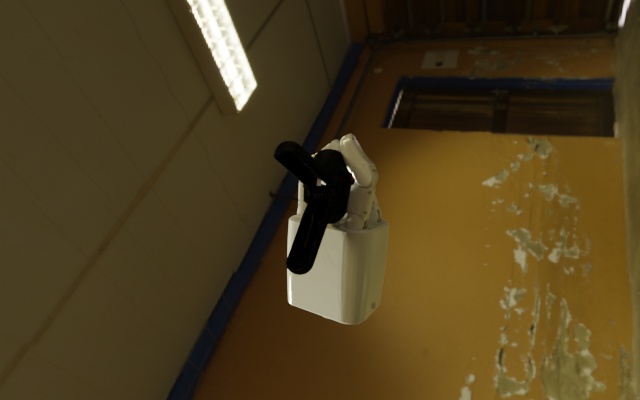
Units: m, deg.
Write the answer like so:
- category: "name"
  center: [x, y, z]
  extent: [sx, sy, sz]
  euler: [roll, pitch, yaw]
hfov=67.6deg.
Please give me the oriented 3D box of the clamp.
- category: "clamp"
  center: [0.000, 0.001, 0.484]
  extent: [0.039, 0.120, 0.171]
  euler: [6, 8, 23]
